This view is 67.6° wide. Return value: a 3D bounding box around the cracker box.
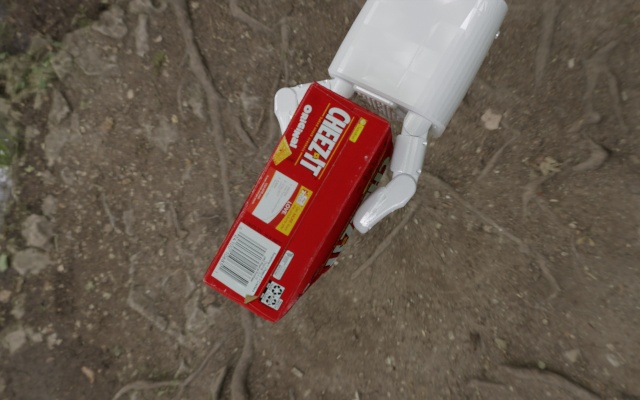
[{"bbox_3d":[0.000,0.001,0.429,0.072,0.164,0.213,30,6,8],"label":"cracker box"}]
